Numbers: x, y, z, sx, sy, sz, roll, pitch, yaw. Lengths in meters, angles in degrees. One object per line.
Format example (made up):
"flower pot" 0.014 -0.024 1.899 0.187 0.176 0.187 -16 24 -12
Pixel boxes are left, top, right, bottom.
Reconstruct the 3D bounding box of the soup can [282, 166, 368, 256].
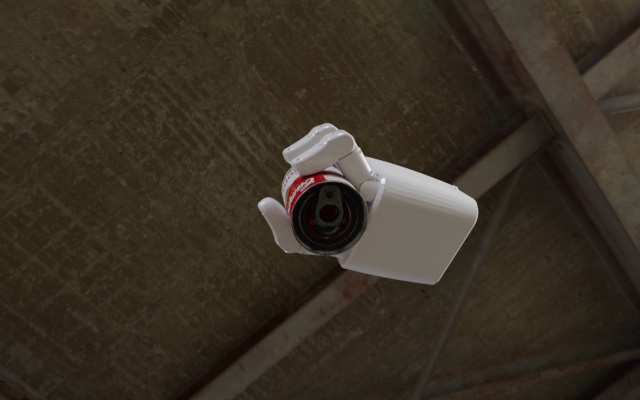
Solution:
"soup can" 0.000 0.001 0.457 0.068 0.068 0.102 0 17 -10
